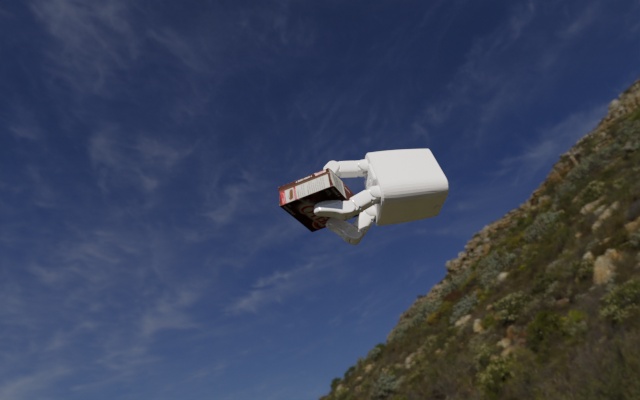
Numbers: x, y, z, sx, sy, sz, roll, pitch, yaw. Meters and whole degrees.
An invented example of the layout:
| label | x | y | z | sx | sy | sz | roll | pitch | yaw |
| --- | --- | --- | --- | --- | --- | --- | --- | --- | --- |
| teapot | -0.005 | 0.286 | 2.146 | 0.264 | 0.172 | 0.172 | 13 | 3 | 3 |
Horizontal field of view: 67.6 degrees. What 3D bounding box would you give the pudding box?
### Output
| label | x | y | z | sx | sy | sz | roll | pitch | yaw |
| --- | --- | --- | --- | --- | --- | --- | --- | --- | --- |
| pudding box | 0.000 | 0.002 | 0.738 | 0.090 | 0.039 | 0.113 | -21 | -34 | 17 |
